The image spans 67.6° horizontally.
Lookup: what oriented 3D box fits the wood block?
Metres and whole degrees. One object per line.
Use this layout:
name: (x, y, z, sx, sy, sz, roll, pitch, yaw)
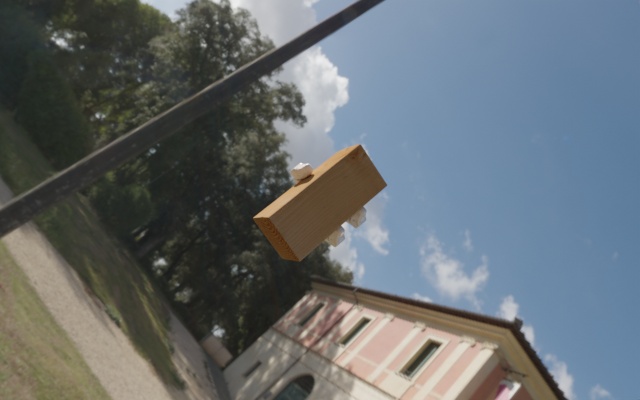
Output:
wood block: (0.000, 0.002, 0.818, 0.206, 0.091, 0.090, -40, 13, -21)
